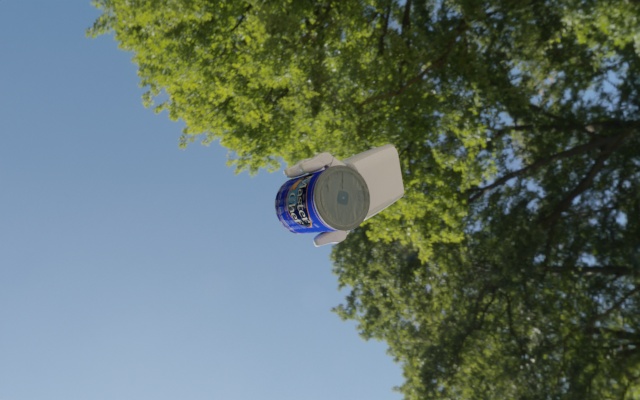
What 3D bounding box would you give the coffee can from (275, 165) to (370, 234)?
[{"bbox_3d":[0.000,0.003,0.794,0.103,0.103,0.140,0,-6,-31],"label":"coffee can"}]
